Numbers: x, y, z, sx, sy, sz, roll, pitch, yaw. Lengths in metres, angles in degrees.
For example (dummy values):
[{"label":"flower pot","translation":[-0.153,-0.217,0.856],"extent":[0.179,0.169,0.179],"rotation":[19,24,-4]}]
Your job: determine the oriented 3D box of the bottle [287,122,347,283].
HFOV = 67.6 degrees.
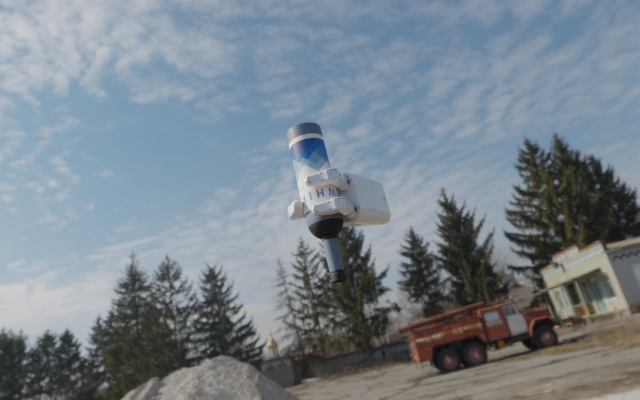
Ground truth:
[{"label":"bottle","translation":[0.000,0.003,0.865],"extent":[0.069,0.295,0.069],"rotation":[-12,-19,-4]}]
